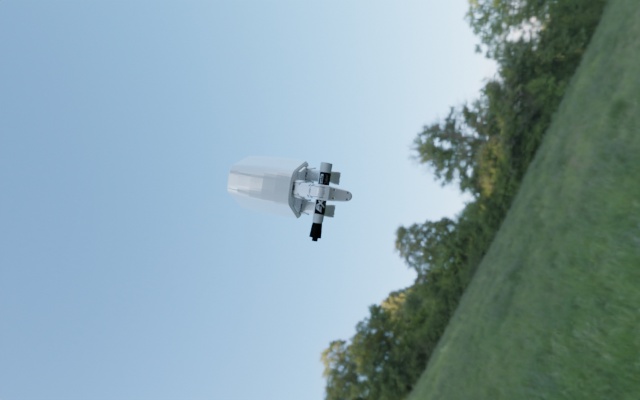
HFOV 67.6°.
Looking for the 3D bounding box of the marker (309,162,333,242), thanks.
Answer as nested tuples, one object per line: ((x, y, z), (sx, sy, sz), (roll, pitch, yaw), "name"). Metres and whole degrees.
((0.000, 0.002, 0.727), (0.020, 0.121, 0.020), (9, 0, 0), "marker")
